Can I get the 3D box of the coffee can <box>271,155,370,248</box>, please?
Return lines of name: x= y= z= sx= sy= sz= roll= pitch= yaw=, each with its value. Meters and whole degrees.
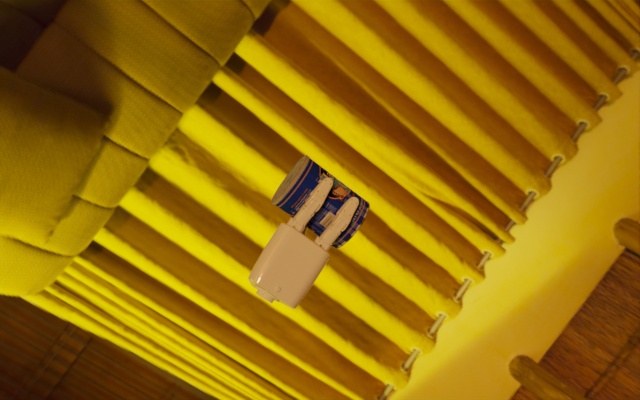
coffee can: x=0.000 y=0.003 z=0.835 sx=0.140 sy=0.103 sz=0.103 roll=36 pitch=-9 yaw=-12
